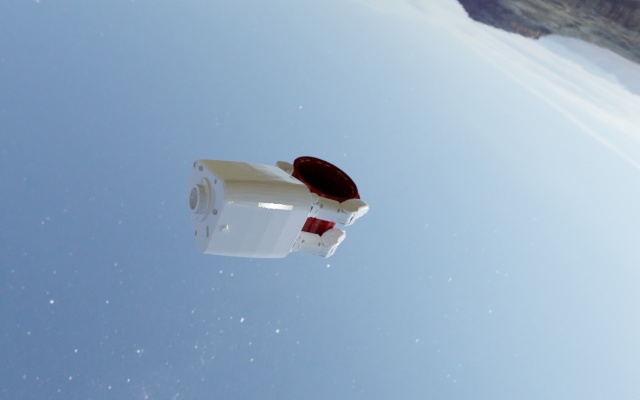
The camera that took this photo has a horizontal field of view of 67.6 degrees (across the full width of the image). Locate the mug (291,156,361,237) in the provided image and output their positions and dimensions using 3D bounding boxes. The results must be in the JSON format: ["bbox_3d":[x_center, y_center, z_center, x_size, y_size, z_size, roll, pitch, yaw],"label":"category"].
[{"bbox_3d":[0.001,0.002,0.639,0.117,0.081,0.093,8,35,-35],"label":"mug"}]
